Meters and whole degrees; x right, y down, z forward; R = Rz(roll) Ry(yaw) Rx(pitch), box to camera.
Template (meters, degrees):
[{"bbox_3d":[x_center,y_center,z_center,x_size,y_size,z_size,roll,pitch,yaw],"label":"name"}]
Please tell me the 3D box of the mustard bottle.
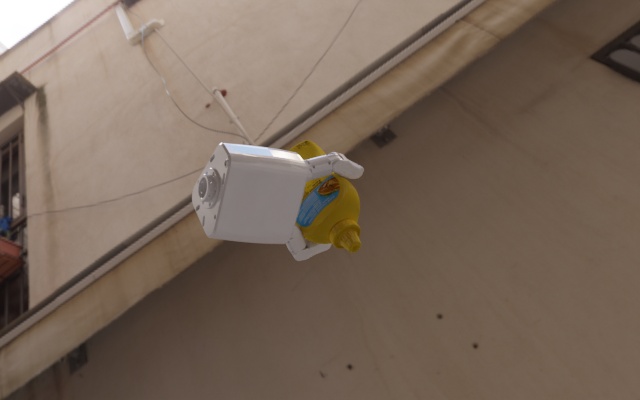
[{"bbox_3d":[0.000,0.002,0.655,0.058,0.096,0.191,35,13,-46],"label":"mustard bottle"}]
